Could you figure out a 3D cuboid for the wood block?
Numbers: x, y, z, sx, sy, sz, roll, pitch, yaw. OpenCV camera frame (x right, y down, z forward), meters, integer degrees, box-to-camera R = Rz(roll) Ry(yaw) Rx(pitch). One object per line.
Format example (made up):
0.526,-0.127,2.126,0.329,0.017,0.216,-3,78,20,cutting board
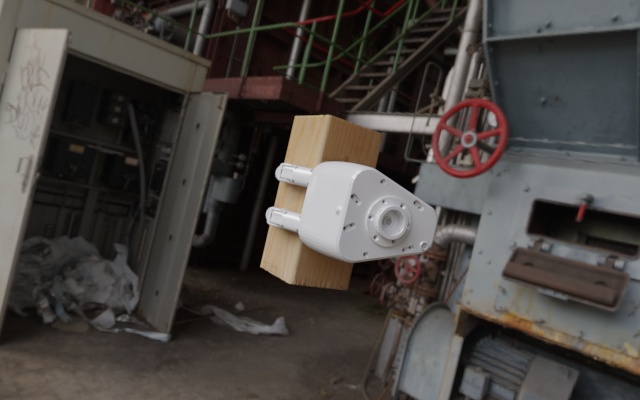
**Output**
0.001,0.002,0.623,0.091,0.206,0.090,13,0,-33,wood block
